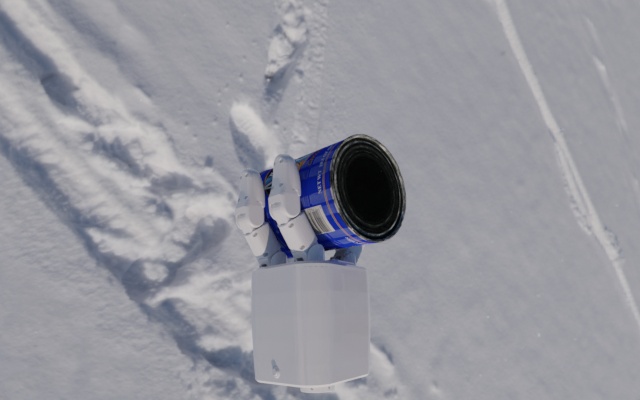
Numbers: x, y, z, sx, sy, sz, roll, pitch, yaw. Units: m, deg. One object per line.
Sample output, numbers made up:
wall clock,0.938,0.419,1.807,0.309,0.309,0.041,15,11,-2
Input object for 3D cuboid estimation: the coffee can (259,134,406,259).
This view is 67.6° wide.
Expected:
coffee can,0.000,0.001,0.487,0.103,0.103,0.140,0,-11,-43
